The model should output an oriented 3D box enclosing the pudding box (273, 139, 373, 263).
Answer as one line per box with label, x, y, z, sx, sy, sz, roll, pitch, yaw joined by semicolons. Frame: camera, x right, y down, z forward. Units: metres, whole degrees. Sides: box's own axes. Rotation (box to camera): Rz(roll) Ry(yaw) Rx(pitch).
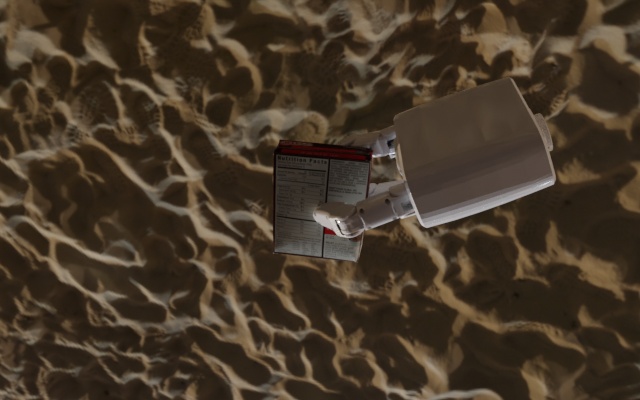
pudding box;0.000;0.002;0.460;0.090;0.113;0.039;7;26;5
